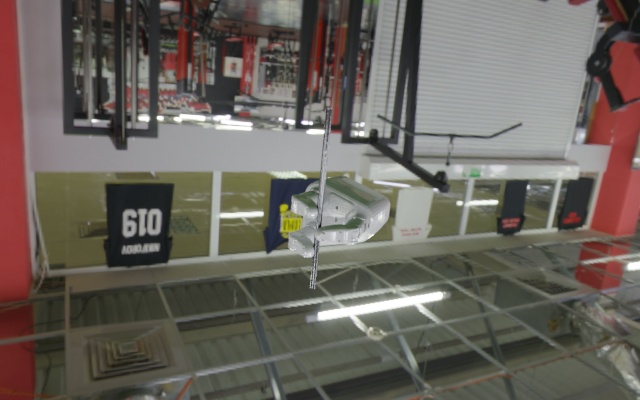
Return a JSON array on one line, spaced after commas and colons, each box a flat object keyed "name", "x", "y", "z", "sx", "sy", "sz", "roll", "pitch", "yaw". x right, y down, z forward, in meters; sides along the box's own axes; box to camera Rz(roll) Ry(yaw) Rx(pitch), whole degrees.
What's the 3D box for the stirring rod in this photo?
[{"name": "stirring rod", "x": 0.000, "y": 0.002, "z": 0.619, "sx": 0.011, "sy": 0.239, "sz": 0.011, "roll": 5, "pitch": 14, "yaw": -1}]
